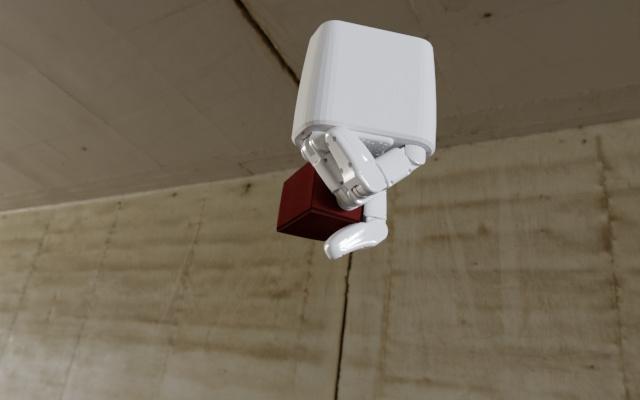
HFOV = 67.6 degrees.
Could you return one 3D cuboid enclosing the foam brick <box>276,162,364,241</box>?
[{"bbox_3d":[0.000,0.002,0.439,0.053,0.051,0.078,15,-23,-24],"label":"foam brick"}]
